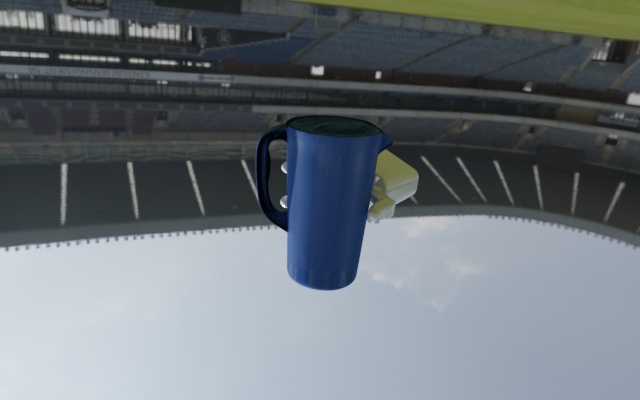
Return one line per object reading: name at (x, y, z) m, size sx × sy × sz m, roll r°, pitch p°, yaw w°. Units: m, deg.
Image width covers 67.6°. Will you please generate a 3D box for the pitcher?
pitcher at (0.000, 0.002, 0.692) m, size 0.149 × 0.243 × 0.145 m, roll 21°, pitch 26°, yaw 35°
